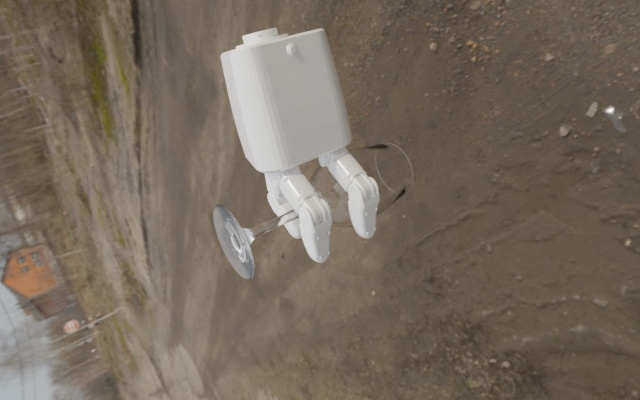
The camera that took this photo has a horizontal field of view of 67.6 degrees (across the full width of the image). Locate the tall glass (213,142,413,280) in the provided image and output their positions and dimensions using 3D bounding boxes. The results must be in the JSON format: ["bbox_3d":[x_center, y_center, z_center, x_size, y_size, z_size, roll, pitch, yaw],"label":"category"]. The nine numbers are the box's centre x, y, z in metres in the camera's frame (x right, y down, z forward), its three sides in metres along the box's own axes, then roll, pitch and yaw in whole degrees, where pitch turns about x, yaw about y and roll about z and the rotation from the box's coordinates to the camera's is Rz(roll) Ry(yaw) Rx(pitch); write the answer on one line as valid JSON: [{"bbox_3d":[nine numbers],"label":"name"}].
[{"bbox_3d":[0.000,0.002,0.478,0.201,0.079,0.079,-24,12,-28],"label":"tall glass"}]
